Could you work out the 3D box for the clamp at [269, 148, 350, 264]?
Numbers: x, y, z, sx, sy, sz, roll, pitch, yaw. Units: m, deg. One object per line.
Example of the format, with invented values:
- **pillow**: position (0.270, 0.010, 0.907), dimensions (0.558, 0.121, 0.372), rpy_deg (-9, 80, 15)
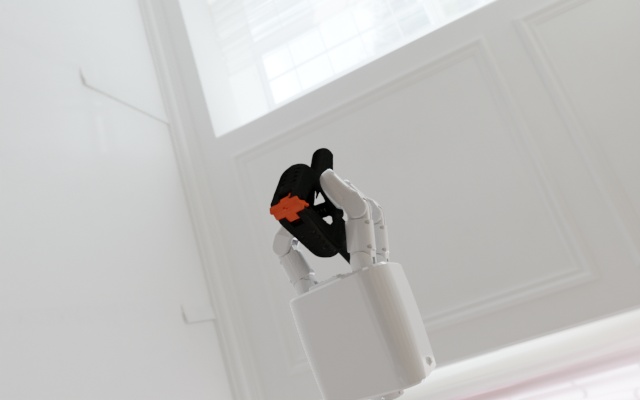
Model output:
- **clamp**: position (-0.001, 0.002, 0.489), dimensions (0.036, 0.164, 0.210), rpy_deg (-26, -16, 15)
